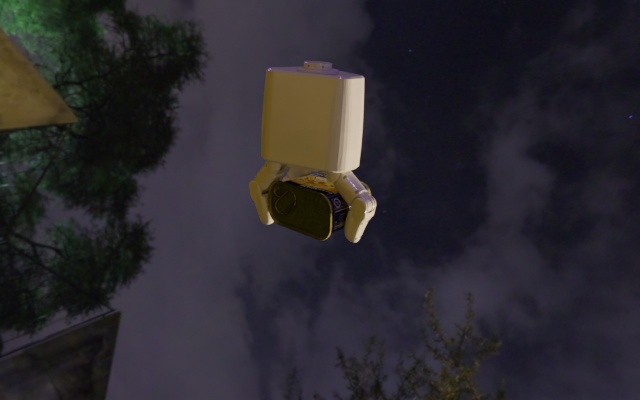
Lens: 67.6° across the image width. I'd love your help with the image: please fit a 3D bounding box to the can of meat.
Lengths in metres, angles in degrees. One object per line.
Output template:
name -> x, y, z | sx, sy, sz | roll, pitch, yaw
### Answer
can of meat -> 0.000, 0.002, 0.594 | 0.102, 0.057, 0.084 | 17, 24, 38
